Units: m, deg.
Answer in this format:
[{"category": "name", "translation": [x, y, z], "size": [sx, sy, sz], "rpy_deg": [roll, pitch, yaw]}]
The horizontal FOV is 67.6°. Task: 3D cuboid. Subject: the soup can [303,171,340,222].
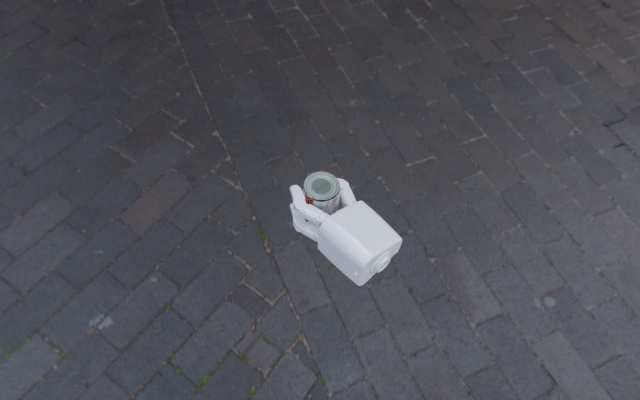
[{"category": "soup can", "translation": [0.000, 0.002, 0.892], "size": [0.068, 0.068, 0.102], "rpy_deg": [0, -35, -3]}]
